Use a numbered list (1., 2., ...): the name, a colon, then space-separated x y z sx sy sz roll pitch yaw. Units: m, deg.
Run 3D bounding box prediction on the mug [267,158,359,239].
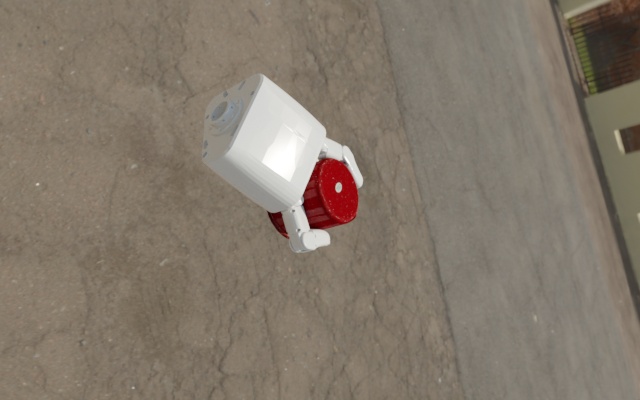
1. mug: 0.001 0.003 0.596 0.081 0.093 0.117 -17 -38 36
